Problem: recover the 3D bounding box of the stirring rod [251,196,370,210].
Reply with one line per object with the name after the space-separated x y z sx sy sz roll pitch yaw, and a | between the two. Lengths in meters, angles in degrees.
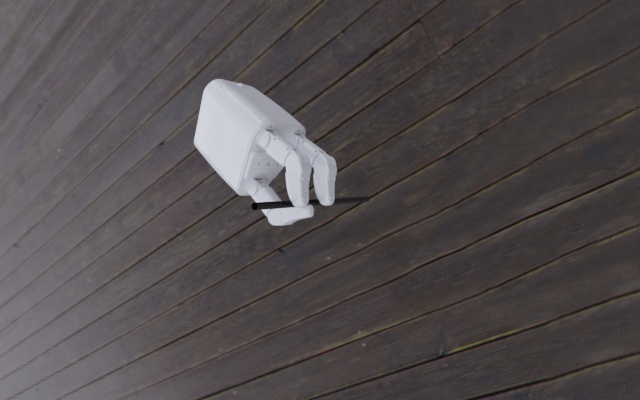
0.000 0.002 0.583 0.011 0.011 0.239 0 2 34 | stirring rod
